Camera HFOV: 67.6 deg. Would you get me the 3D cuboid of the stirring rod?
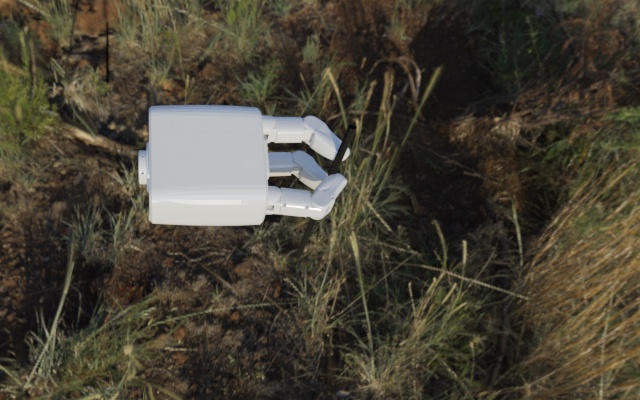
[{"bbox_3d":[0.000,0.002,0.544,0.011,0.011,0.240,0,-37,-18],"label":"stirring rod"}]
